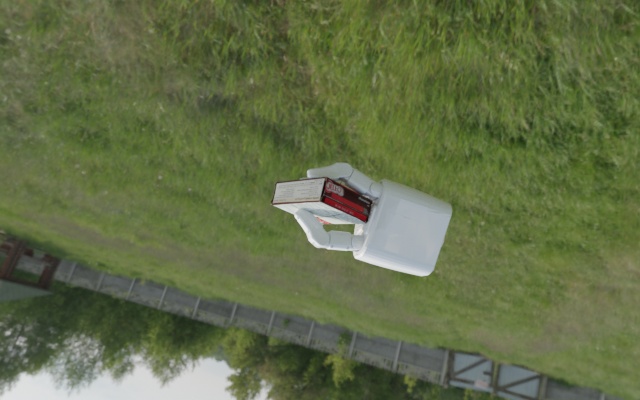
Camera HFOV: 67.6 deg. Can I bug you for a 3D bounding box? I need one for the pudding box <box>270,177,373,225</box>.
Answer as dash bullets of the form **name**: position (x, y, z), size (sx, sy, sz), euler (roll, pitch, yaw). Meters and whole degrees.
- **pudding box**: position (0.000, 0.002, 0.656), size (0.090, 0.039, 0.113), euler (26, -21, -37)
